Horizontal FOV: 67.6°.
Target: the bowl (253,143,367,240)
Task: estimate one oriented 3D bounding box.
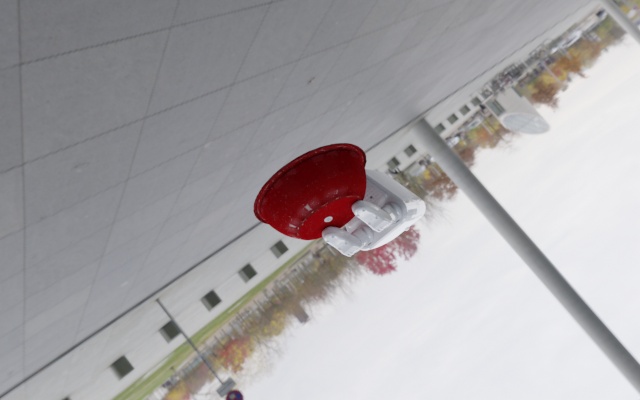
[{"bbox_3d":[-0.001,0.002,0.601,0.162,0.055,0.162,-24,-26,-13],"label":"bowl"}]
